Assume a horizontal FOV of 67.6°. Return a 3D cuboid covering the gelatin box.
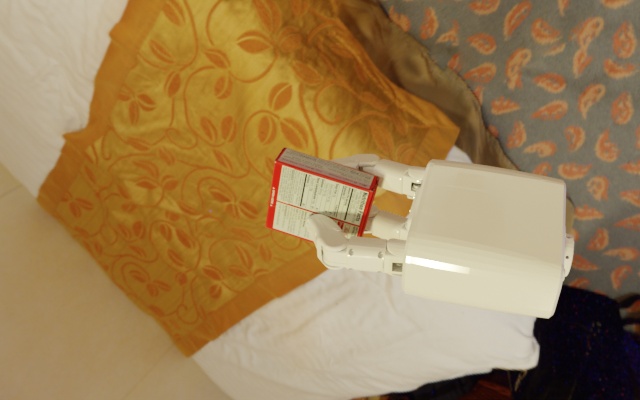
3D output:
[{"bbox_3d":[0.000,0.002,0.421,0.089,0.073,0.030,17,36,7],"label":"gelatin box"}]
